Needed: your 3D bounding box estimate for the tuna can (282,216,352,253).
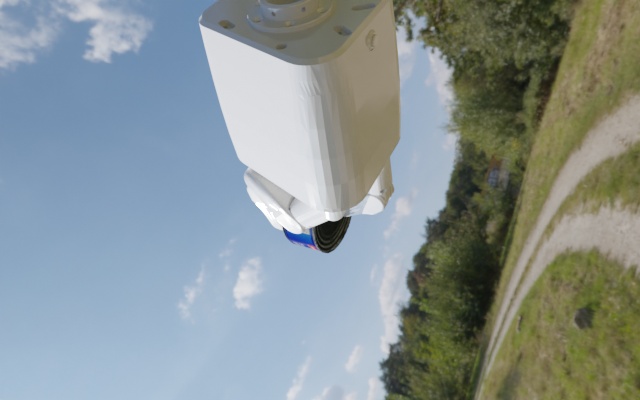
[{"bbox_3d":[0.000,0.001,0.424,0.034,0.086,0.086,12,5,24],"label":"tuna can"}]
